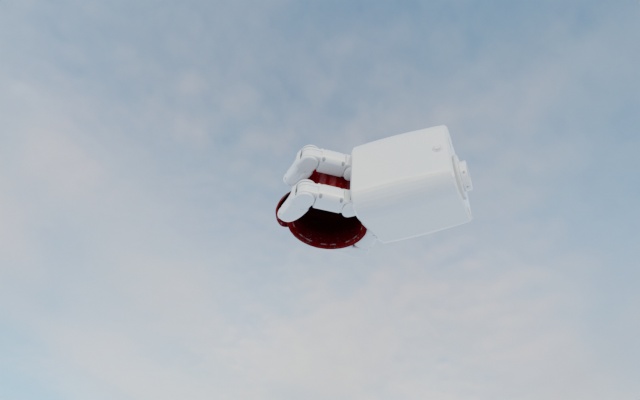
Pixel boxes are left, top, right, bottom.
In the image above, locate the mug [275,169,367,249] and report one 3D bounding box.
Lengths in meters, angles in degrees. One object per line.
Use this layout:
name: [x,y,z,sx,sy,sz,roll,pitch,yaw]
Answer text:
mug: [-0.001,0.002,0.581,0.117,0.081,0.093,-14,-45,21]
